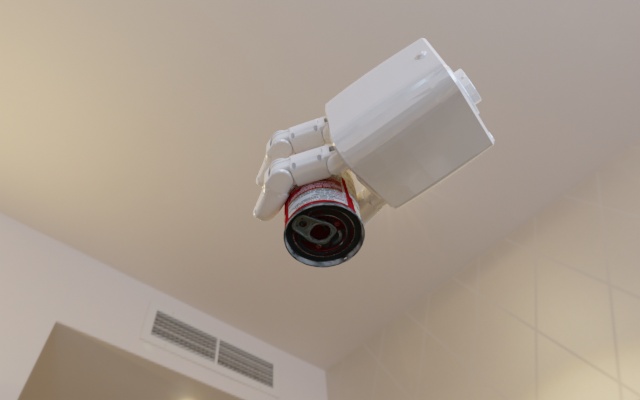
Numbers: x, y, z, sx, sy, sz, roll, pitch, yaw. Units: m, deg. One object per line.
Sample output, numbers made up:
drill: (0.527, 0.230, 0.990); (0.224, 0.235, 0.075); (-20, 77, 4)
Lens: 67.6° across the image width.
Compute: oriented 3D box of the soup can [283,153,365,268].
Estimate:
soup can: (0.000, 0.002, 0.436); (0.068, 0.069, 0.102); (0, 35, -4)
